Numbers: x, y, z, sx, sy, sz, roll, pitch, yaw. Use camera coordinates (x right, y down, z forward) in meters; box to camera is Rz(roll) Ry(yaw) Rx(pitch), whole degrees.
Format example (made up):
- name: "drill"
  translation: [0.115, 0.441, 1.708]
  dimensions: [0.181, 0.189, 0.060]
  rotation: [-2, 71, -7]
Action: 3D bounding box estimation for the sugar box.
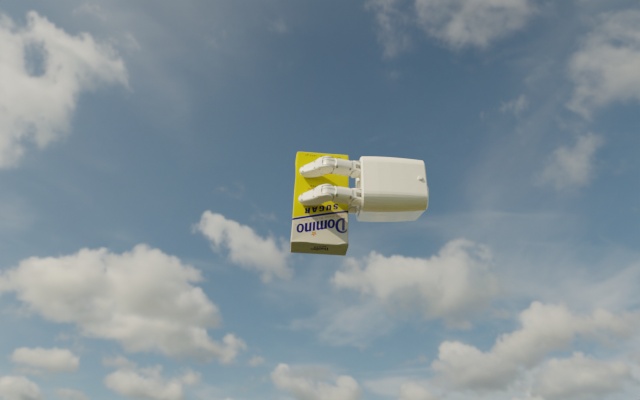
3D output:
- name: "sugar box"
  translation: [0.000, 0.002, 0.799]
  dimensions: [0.093, 0.176, 0.048]
  rotation: [3, -33, -3]
